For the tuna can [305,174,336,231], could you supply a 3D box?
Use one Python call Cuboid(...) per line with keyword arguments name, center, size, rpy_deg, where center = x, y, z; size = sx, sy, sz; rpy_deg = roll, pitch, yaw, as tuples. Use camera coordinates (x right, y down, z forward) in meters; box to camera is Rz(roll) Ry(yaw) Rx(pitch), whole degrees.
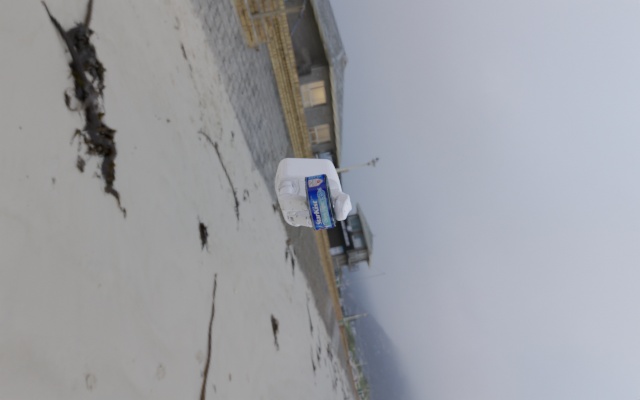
Cuboid(name="tuna can", center=(0.001, 0.002, 0.740), size=(0.034, 0.086, 0.086), rpy_deg=(-10, -1, 4))
